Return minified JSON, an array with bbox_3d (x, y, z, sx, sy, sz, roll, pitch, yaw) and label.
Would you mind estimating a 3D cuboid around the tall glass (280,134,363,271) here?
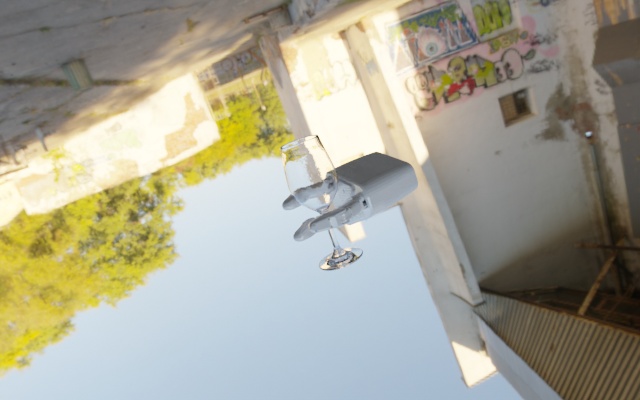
[{"bbox_3d":[0.000,0.003,0.738,0.079,0.201,0.079,-19,14,5],"label":"tall glass"}]
